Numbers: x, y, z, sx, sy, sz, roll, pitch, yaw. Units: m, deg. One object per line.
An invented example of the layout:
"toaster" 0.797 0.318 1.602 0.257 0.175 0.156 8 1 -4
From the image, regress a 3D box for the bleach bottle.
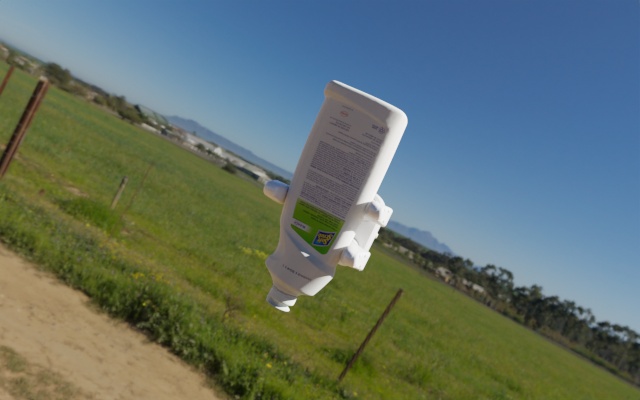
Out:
"bleach bottle" 0.000 0.002 0.535 0.102 0.251 0.068 27 1 12
